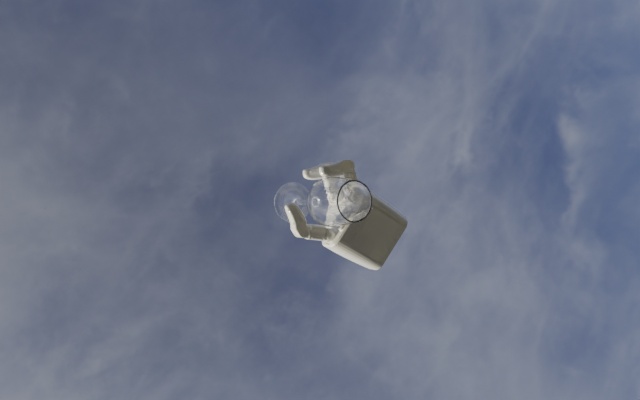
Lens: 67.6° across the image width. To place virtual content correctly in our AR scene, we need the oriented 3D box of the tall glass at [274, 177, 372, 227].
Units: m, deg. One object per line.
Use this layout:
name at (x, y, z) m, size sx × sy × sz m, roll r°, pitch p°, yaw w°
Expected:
tall glass at (0.000, 0.003, 0.773) m, size 0.079 × 0.079 × 0.201 m, roll 0°, pitch -1°, yaw -30°
